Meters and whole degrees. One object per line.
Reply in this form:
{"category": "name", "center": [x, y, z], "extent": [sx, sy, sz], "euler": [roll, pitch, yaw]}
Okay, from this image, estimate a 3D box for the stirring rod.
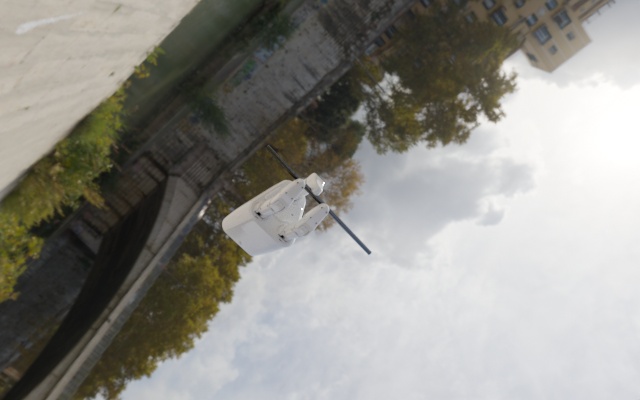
{"category": "stirring rod", "center": [0.000, 0.002, 0.738], "extent": [0.239, 0.011, 0.011], "euler": [46, -17, -17]}
